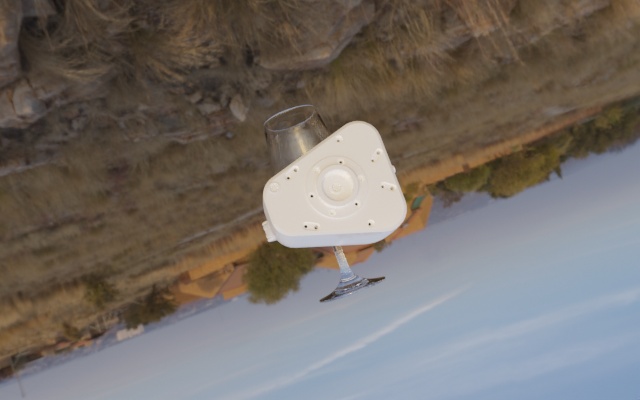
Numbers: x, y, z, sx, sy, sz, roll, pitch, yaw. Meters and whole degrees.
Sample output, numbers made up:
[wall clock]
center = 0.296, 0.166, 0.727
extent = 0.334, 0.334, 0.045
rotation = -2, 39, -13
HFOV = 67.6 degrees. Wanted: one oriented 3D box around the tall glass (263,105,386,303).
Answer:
[tall glass]
center = 0.000, 0.002, 0.513
extent = 0.079, 0.201, 0.079
rotation = -20, -7, -2
